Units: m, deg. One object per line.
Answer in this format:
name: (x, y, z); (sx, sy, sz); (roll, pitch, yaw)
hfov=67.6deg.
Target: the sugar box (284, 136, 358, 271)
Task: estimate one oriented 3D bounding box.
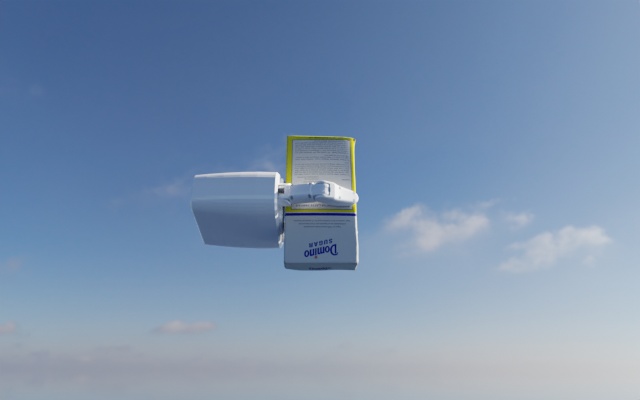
sugar box: (0.000, 0.002, 0.625); (0.093, 0.176, 0.048); (1, -19, -1)
